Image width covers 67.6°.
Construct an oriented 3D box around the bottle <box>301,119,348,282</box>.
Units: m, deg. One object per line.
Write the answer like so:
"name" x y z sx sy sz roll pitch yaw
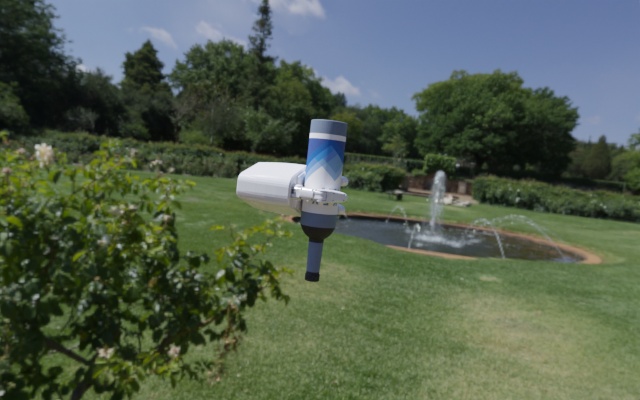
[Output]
"bottle" 0.000 0.003 0.880 0.069 0.296 0.069 6 4 0
